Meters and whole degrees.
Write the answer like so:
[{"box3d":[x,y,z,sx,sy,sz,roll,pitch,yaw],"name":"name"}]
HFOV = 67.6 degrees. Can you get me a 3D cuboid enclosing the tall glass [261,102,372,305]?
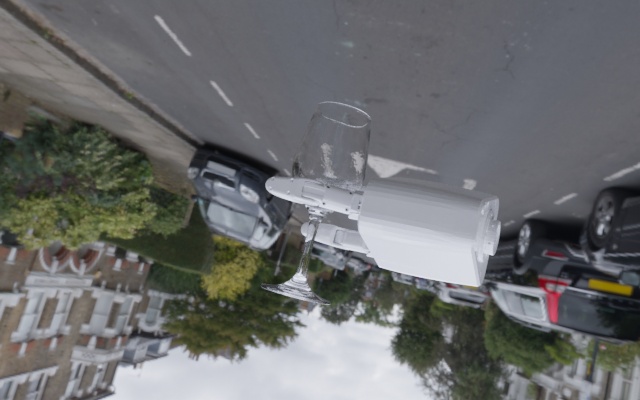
[{"box3d":[0.000,0.002,0.502,0.079,0.201,0.079,14,-8,2],"name":"tall glass"}]
